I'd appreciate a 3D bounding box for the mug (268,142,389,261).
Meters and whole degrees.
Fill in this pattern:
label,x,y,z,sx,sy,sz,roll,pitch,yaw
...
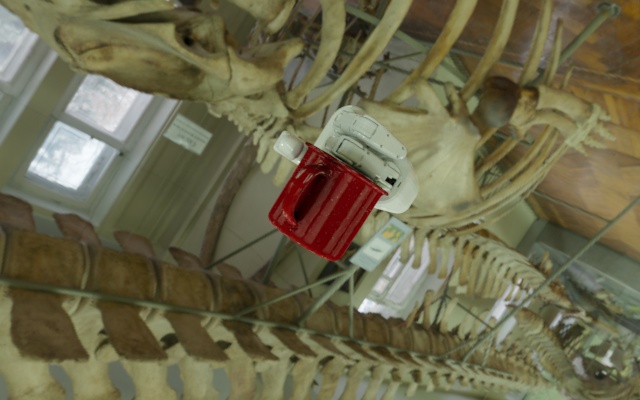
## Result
label,x,y,z,sx,sy,sz,roll,pitch,yaw
mug,0.000,0.001,0.440,0.093,0.081,0.117,34,3,21
